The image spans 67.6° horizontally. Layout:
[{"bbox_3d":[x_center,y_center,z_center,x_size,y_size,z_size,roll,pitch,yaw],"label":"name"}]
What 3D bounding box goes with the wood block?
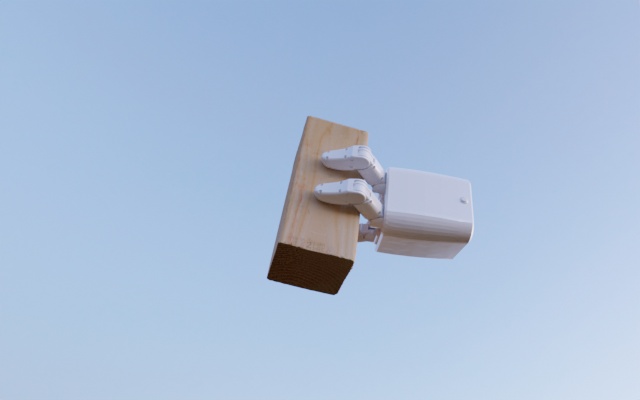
[{"bbox_3d":[0.000,0.002,0.611,0.090,0.206,0.091,14,-39,-5],"label":"wood block"}]
